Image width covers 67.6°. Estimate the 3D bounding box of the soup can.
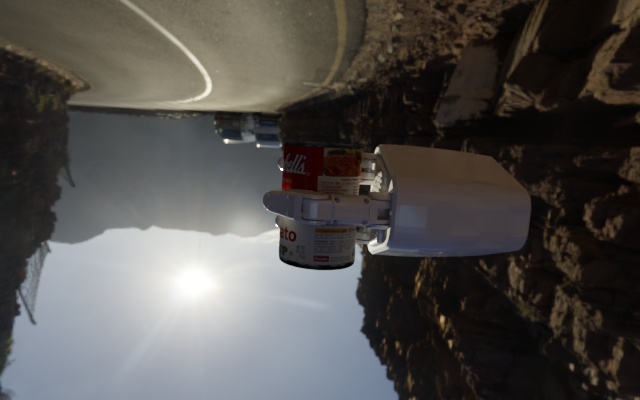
[{"bbox_3d":[0.000,0.002,0.406,0.068,0.102,0.068,4,7,0],"label":"soup can"}]
